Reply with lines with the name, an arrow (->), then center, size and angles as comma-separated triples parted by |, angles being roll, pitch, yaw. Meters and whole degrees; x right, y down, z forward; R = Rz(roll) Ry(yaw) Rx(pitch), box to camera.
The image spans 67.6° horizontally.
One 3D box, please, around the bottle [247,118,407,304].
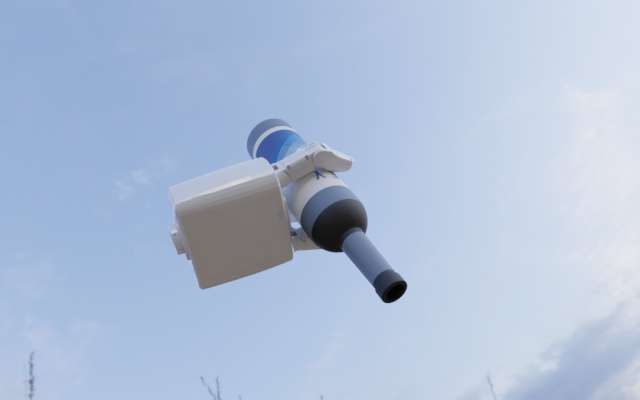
bottle -> 0.000, 0.002, 0.528 | 0.069, 0.069, 0.295 | 0, 33, -33
